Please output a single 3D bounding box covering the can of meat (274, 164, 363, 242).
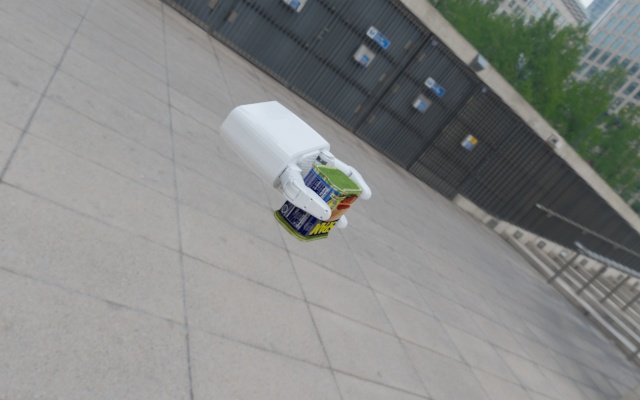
[{"bbox_3d":[0.000,0.002,0.619,0.057,0.084,0.102,44,16,17],"label":"can of meat"}]
